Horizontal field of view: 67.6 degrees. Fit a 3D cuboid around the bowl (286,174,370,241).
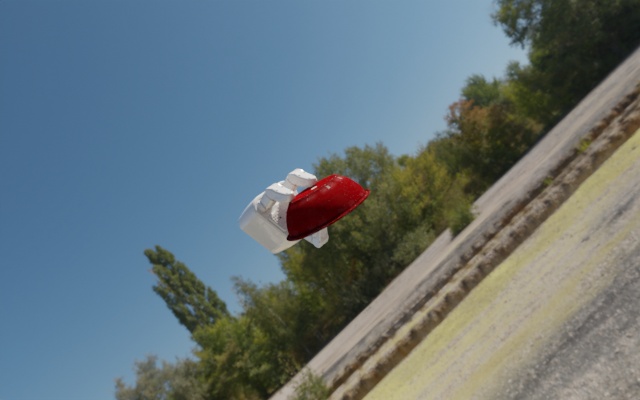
[{"bbox_3d":[0.001,0.002,0.796,0.162,0.055,0.162,-30,9,5],"label":"bowl"}]
